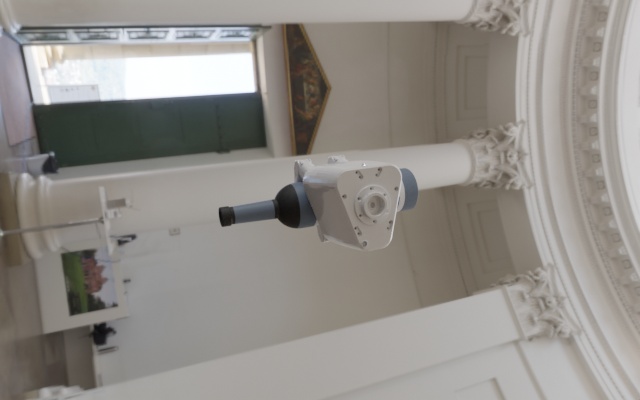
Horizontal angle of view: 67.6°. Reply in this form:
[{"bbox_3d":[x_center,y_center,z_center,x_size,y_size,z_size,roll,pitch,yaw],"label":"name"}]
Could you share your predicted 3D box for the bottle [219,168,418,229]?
[{"bbox_3d":[0.000,0.002,0.701,0.295,0.069,0.069,-9,3,-21],"label":"bottle"}]
